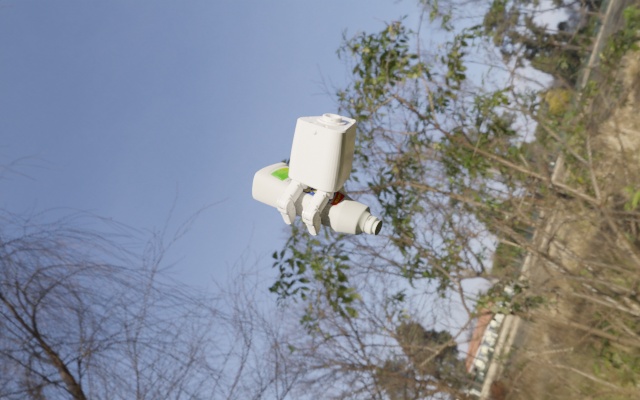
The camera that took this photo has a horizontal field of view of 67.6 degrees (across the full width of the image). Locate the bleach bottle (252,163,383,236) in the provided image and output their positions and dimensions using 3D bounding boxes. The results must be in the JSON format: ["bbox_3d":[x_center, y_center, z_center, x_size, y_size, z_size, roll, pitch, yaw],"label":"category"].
[{"bbox_3d":[0.000,0.003,0.868,0.251,0.068,0.102,22,26,28],"label":"bleach bottle"}]
